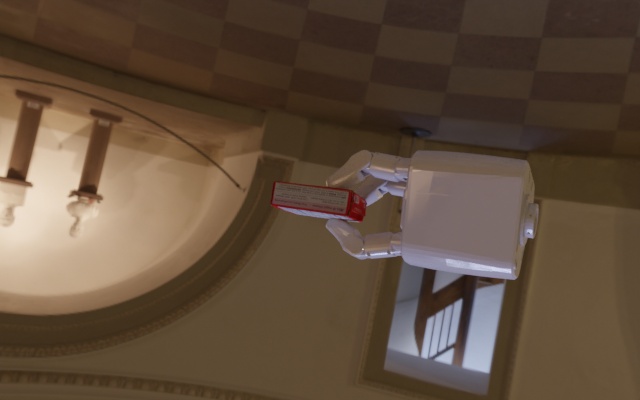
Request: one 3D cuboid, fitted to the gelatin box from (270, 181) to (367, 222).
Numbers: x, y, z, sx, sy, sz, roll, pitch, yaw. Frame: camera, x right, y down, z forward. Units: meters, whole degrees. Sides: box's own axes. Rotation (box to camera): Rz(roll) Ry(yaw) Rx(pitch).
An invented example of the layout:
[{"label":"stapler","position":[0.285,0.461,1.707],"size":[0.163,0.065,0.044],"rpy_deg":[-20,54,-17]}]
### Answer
[{"label":"gelatin box","position":[0.000,0.002,0.522],"size":[0.089,0.030,0.073],"rpy_deg":[7,-6,17]}]
